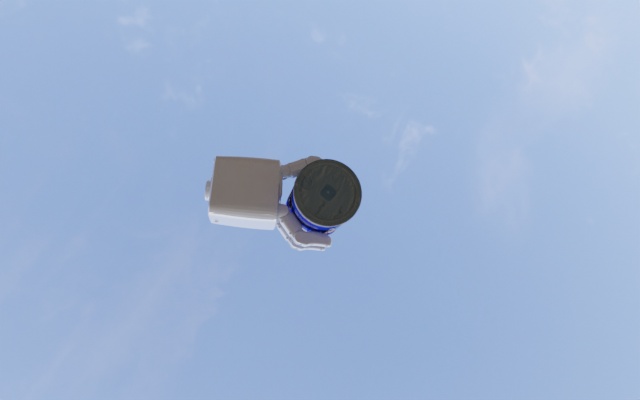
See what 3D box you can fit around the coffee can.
[{"bbox_3d":[0.000,0.002,0.767,0.103,0.102,0.140,0,-12,-10],"label":"coffee can"}]
